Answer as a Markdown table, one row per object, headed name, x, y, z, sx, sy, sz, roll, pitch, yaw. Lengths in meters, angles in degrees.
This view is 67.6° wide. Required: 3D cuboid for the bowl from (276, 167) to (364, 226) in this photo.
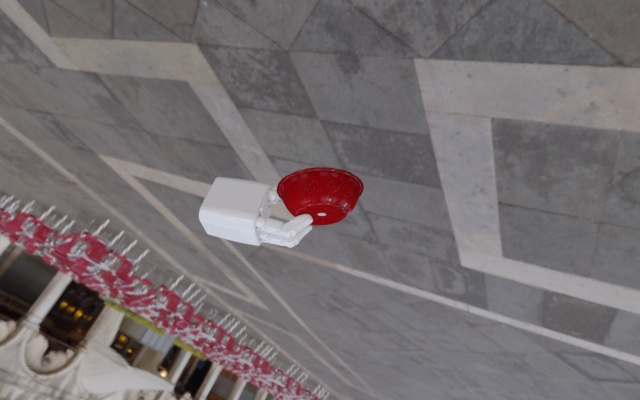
| name | x | y | z | sx | sy | sz | roll | pitch | yaw |
| --- | --- | --- | --- | --- | --- | --- | --- | --- | --- |
| bowl | 0.001 | 0.003 | 0.870 | 0.162 | 0.055 | 0.162 | -2 | -27 | -1 |
